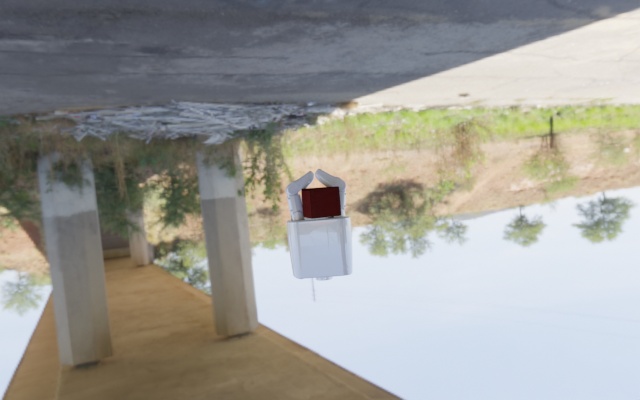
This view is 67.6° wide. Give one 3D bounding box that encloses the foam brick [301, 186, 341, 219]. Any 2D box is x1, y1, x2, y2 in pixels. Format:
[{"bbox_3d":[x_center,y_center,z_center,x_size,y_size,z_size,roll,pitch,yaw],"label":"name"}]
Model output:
[{"bbox_3d":[0.000,0.003,0.831,0.053,0.051,0.078,-5,2,-13],"label":"foam brick"}]
